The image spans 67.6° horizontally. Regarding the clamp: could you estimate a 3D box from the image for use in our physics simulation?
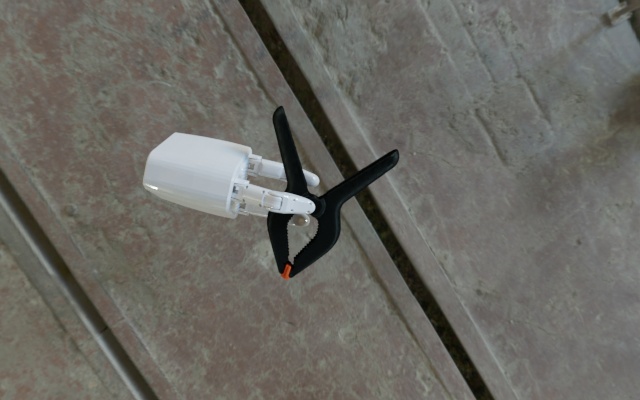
[{"bbox_3d":[0.000,0.003,0.602,0.164,0.210,0.036,13,8,-2],"label":"clamp"}]
